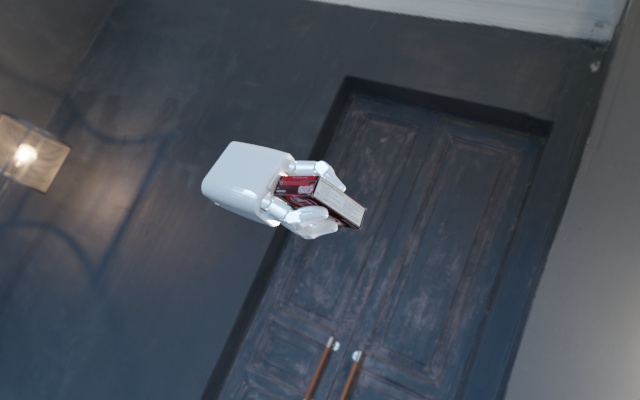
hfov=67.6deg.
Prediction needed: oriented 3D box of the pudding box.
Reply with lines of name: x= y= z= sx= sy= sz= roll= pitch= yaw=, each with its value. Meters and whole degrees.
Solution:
pudding box: x=0.000 y=0.002 z=0.713 sx=0.113 sy=0.039 sz=0.090 roll=31 pitch=-17 yaw=-38
